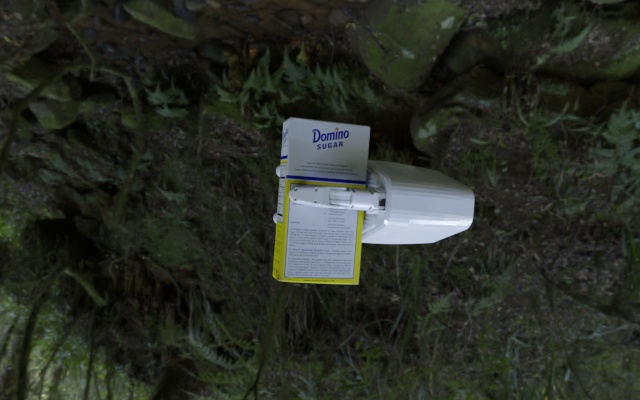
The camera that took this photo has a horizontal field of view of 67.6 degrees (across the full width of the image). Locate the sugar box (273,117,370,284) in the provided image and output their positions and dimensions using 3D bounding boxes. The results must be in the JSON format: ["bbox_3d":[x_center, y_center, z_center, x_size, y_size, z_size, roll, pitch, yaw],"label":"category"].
[{"bbox_3d":[0.000,0.002,0.530,0.093,0.176,0.048,5,-1,-16],"label":"sugar box"}]
